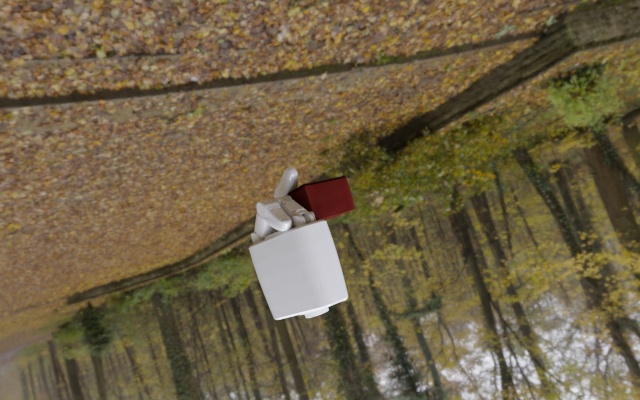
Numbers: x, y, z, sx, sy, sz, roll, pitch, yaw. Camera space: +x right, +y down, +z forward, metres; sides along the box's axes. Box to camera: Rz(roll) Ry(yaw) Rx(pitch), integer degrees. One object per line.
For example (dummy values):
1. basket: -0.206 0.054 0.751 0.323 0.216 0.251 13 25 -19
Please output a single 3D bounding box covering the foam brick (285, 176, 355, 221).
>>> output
1. foam brick: 0.000 0.002 0.674 0.078 0.051 0.053 -14 -8 -37
